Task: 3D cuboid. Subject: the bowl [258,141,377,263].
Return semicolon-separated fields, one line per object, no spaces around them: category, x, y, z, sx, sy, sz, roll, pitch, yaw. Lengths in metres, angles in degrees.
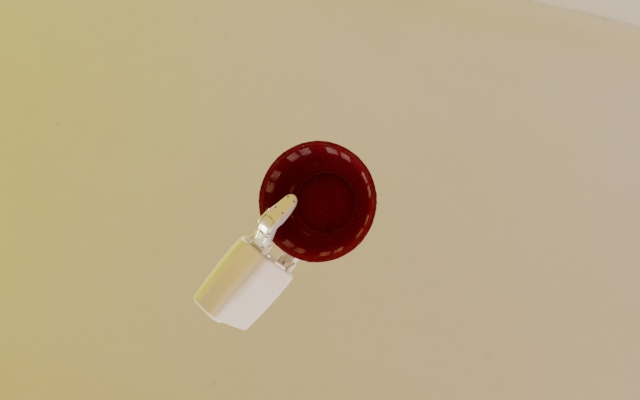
bowl;0.001;0.001;0.655;0.162;0.162;0.055;0;-2;15
